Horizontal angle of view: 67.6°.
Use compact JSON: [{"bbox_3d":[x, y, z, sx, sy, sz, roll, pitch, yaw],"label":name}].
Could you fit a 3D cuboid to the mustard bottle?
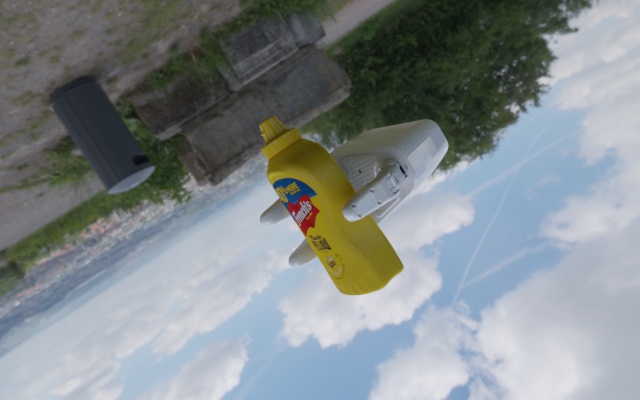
[{"bbox_3d":[0.000,0.002,0.472,0.058,0.191,0.096,-36,7,-24],"label":"mustard bottle"}]
